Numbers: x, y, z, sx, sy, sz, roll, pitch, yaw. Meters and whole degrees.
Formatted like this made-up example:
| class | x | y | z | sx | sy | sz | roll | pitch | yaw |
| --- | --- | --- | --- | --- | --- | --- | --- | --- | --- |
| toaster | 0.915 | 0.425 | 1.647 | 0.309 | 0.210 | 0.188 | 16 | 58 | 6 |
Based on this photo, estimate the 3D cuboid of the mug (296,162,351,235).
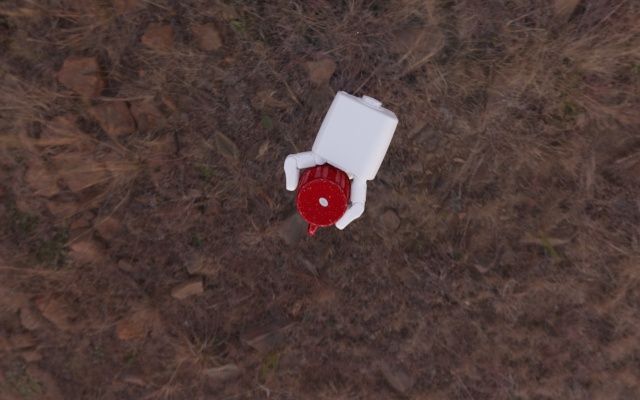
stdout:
| class | x | y | z | sx | sy | sz | roll | pitch | yaw |
| --- | --- | --- | --- | --- | --- | --- | --- | --- | --- |
| mug | 0.000 | 0.004 | 0.781 | 0.093 | 0.117 | 0.081 | 20 | 18 | -3 |
